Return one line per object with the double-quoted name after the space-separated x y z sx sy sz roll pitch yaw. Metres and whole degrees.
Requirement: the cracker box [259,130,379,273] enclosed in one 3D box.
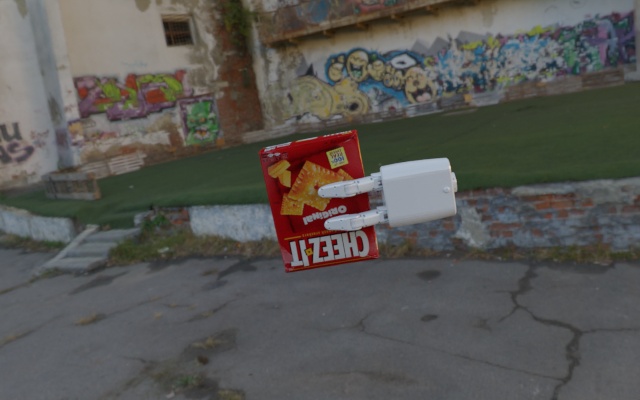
0.000 0.002 0.803 0.164 0.214 0.072 -10 12 7 "cracker box"
